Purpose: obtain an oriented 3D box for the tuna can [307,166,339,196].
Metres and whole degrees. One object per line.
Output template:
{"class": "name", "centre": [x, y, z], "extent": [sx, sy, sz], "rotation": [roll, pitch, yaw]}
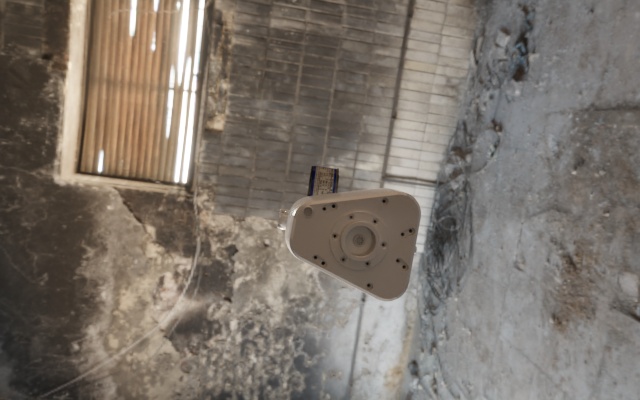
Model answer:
{"class": "tuna can", "centre": [0.000, 0.002, 0.573], "extent": [0.034, 0.086, 0.086], "rotation": [8, 0, -1]}
